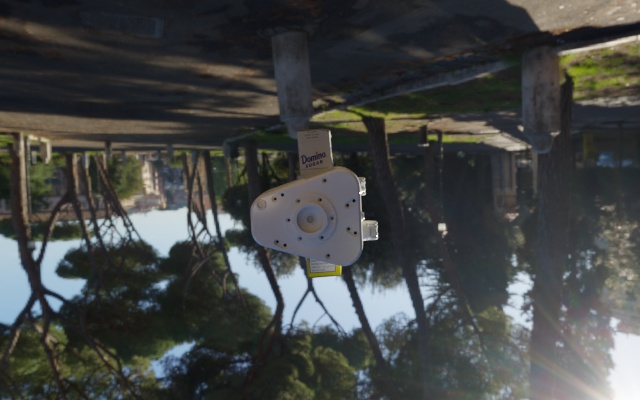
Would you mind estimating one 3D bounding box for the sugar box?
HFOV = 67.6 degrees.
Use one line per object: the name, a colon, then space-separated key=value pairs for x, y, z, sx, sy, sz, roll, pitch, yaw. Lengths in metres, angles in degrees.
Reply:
sugar box: x=0.001 y=0.002 z=0.604 sx=0.048 sy=0.176 sz=0.093 roll=-2 pitch=2 yaw=2
